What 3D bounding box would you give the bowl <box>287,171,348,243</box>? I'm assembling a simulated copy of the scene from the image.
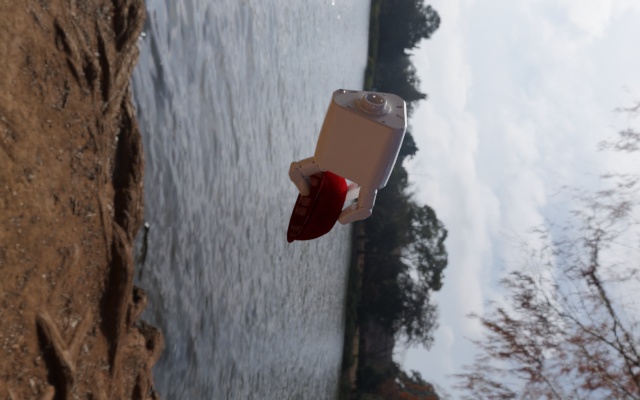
[{"bbox_3d":[0.000,0.003,0.781,0.055,0.162,0.162,22,-5,-12],"label":"bowl"}]
